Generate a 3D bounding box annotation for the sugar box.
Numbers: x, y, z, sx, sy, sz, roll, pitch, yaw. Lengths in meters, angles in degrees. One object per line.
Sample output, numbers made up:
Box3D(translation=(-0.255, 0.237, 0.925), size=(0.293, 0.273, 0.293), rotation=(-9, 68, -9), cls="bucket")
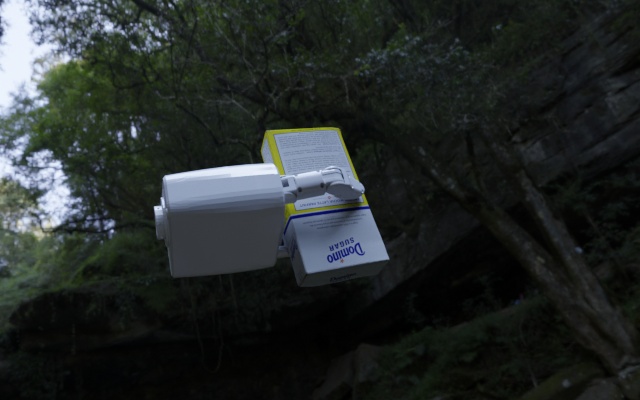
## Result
Box3D(translation=(0.000, 0.002, 0.521), size=(0.093, 0.176, 0.048), rotation=(-6, -27, -20), cls="sugar box")
